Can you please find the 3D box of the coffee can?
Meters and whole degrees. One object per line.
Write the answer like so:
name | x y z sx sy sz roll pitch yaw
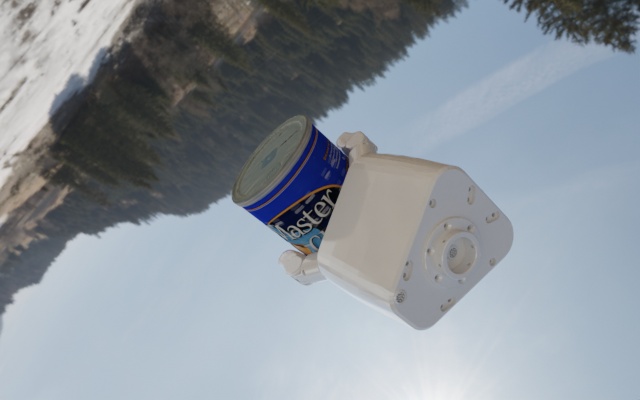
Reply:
coffee can | 0.000 0.001 0.465 0.140 0.102 0.103 40 -19 -25
